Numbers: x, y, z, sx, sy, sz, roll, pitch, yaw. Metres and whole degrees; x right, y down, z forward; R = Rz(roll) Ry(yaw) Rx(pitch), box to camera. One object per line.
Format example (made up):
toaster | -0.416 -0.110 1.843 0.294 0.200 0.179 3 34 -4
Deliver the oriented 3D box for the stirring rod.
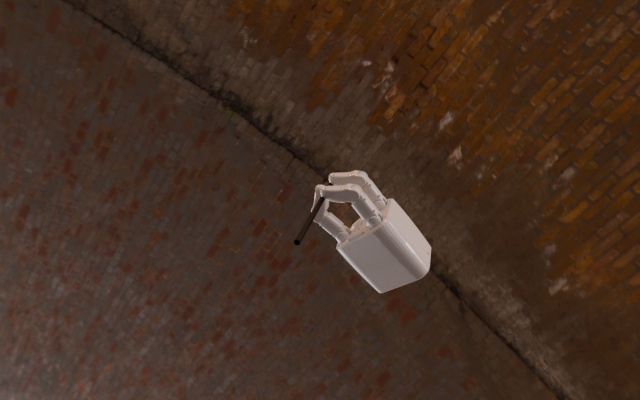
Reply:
stirring rod | 0.000 0.002 0.691 0.011 0.011 0.239 0 24 15
